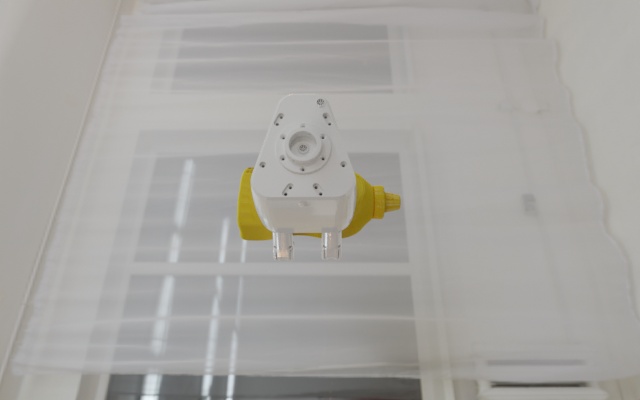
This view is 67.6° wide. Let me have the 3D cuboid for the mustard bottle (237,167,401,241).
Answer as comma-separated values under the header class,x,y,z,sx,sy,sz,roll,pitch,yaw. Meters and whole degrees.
class,x,y,z,sx,sy,sz,roll,pitch,yaw
mustard bottle,0.000,0.002,0.577,0.191,0.096,0.058,0,-43,0
